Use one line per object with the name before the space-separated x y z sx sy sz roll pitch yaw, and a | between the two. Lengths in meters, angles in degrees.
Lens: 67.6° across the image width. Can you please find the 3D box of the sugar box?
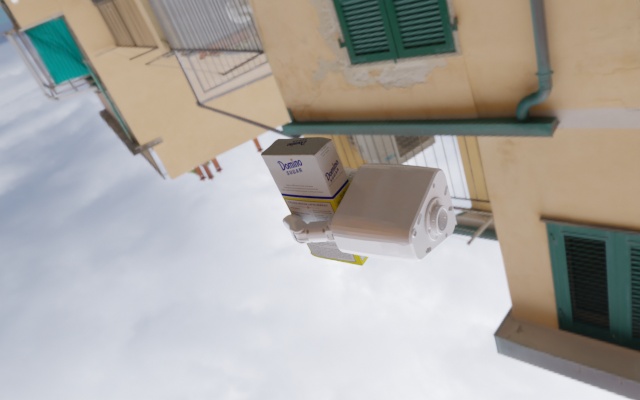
sugar box | 0.001 0.002 0.621 0.093 0.176 0.048 5 39 40
